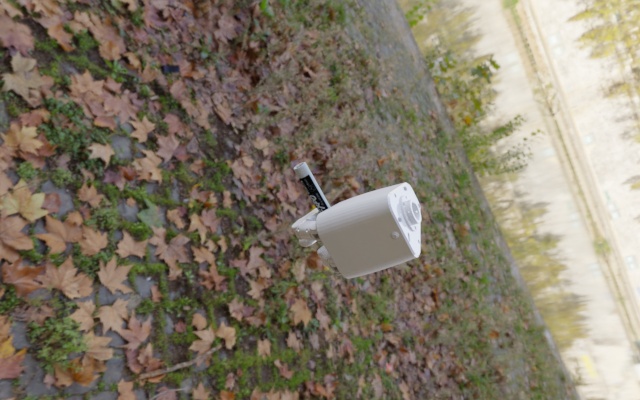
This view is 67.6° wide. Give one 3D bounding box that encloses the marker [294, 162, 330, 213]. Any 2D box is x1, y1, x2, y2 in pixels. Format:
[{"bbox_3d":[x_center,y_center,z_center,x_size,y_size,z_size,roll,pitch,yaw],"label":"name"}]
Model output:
[{"bbox_3d":[0.000,0.002,0.665,0.020,0.121,0.020,-27,18,10],"label":"marker"}]
